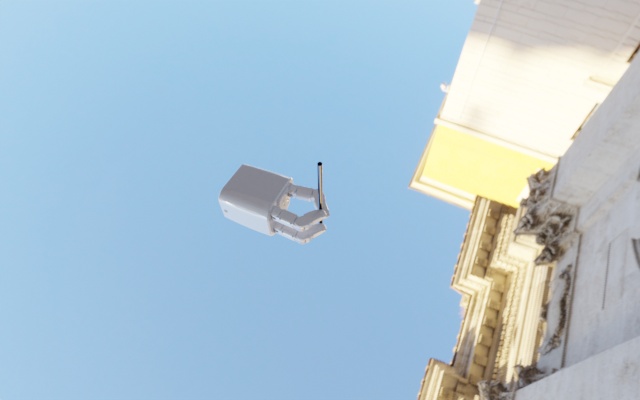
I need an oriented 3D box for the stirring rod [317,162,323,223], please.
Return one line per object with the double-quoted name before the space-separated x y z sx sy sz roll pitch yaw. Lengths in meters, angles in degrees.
"stirring rod" 0.000 0.003 0.847 0.011 0.011 0.240 0 -30 1
